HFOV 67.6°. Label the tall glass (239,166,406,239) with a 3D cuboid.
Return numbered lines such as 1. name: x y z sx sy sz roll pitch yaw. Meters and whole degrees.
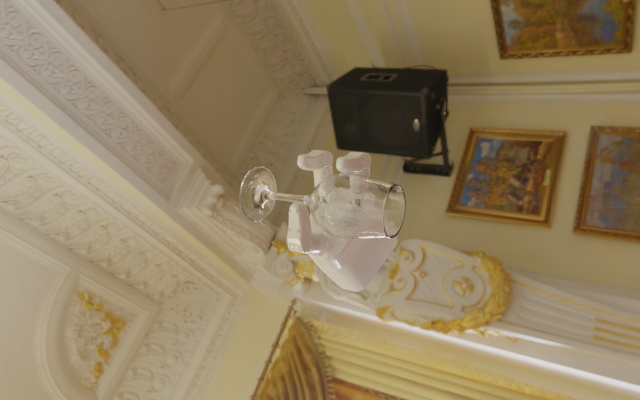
1. tall glass: -0.001 0.002 0.588 0.201 0.079 0.079 7 4 33
